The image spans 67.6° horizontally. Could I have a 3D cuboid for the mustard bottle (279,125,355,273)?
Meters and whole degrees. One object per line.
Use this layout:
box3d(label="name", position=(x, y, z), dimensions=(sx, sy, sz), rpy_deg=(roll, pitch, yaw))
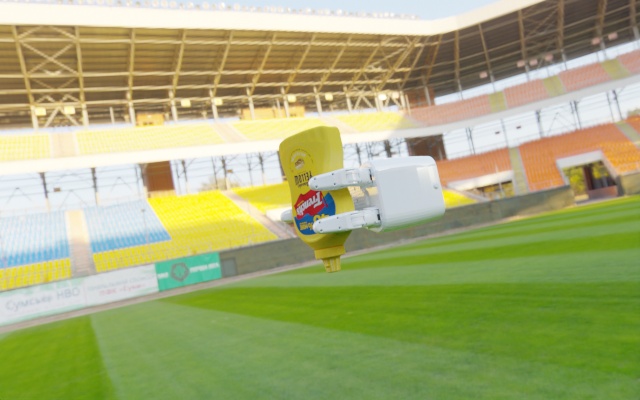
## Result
box3d(label="mustard bottle", position=(0.000, 0.002, 0.648), dimensions=(0.096, 0.191, 0.058), rpy_deg=(-15, -6, 41))
